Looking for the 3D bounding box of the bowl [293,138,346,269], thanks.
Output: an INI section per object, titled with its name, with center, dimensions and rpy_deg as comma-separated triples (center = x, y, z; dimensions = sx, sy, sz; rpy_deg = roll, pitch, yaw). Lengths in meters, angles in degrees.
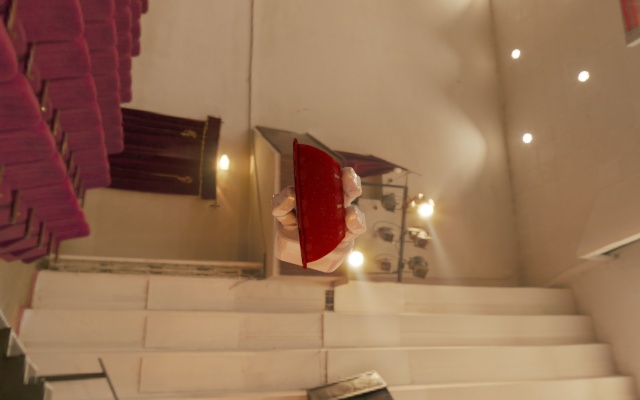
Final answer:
[bowl]
center = 0.001, 0.002, 0.588
dimensions = 0.055, 0.162, 0.162
rpy_deg = -4, 0, 0
